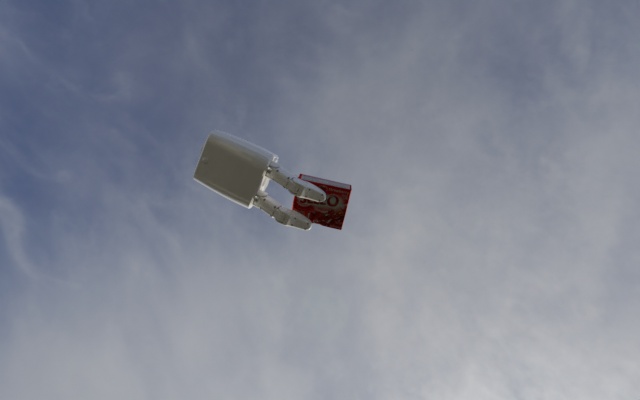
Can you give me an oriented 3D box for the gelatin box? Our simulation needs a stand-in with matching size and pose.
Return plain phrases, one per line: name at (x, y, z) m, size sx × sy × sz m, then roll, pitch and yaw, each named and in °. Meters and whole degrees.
gelatin box at (0.000, 0.002, 0.780) m, size 0.089 × 0.073 × 0.030 m, roll 12°, pitch 21°, yaw -1°
